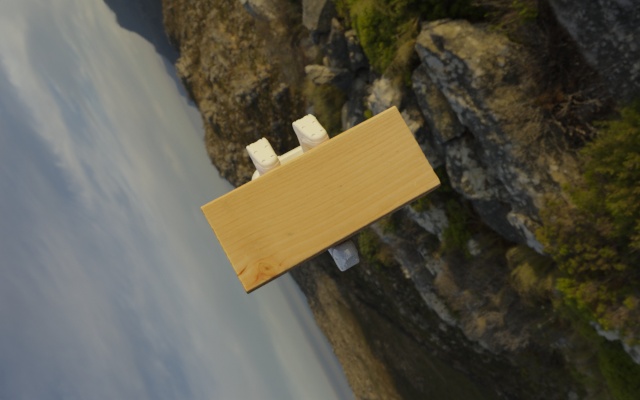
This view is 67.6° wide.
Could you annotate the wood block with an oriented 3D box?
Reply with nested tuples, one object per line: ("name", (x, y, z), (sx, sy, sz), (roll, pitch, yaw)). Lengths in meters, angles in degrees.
("wood block", (0.000, 0.002, 0.479), (0.206, 0.091, 0.090), (-29, -5, -8))
